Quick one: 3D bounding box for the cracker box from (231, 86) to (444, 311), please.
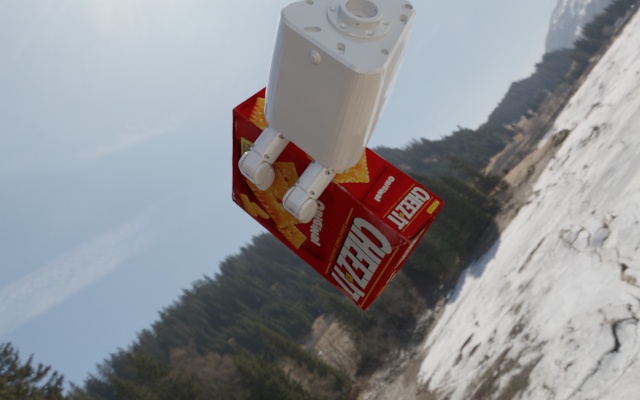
[{"bbox_3d":[0.000,0.001,0.512,0.072,0.213,0.164,-42,-17,-31],"label":"cracker box"}]
